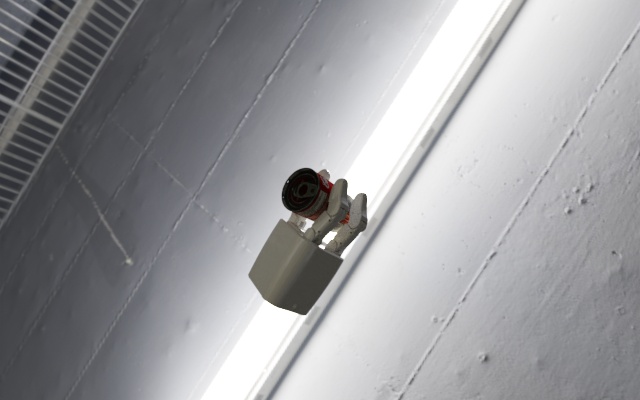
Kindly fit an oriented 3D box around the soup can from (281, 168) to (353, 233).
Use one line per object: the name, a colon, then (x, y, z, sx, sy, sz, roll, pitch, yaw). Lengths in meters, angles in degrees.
soup can: (0.000, 0.002, 0.713, 0.068, 0.068, 0.102, 0, -21, 39)
